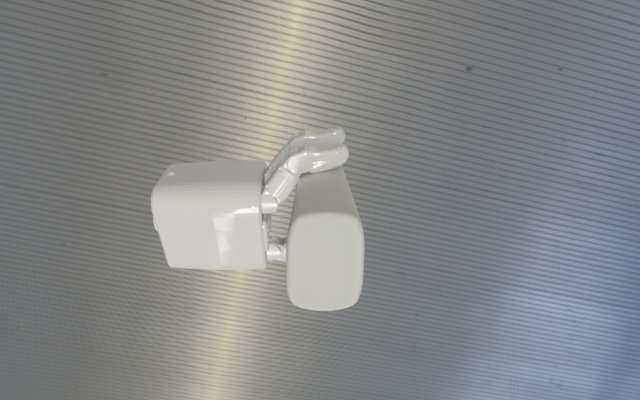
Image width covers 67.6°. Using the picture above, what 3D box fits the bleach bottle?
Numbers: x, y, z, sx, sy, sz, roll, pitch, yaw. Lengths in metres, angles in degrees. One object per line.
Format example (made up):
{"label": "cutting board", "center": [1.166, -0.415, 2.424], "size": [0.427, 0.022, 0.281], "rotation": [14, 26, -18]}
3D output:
{"label": "bleach bottle", "center": [0.000, 0.002, 0.516], "size": [0.068, 0.103, 0.250], "rotation": [1, 25, -3]}
